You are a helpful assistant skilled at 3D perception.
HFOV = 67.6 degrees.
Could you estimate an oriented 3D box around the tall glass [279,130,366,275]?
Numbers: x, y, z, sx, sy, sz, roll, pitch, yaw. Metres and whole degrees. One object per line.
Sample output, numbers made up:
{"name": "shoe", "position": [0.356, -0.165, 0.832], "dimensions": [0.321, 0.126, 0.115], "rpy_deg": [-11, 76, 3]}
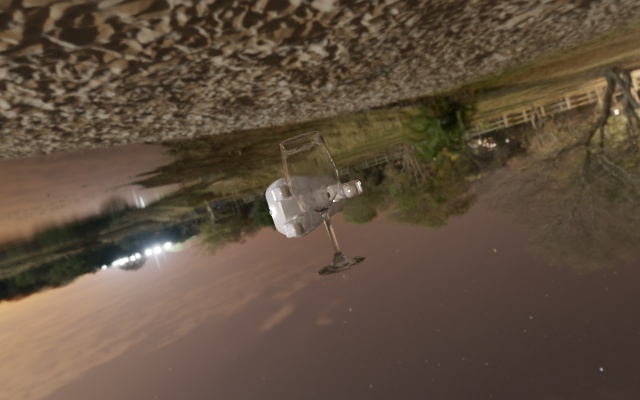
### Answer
{"name": "tall glass", "position": [0.000, 0.003, 0.700], "dimensions": [0.079, 0.201, 0.079], "rpy_deg": [-18, 3, 1]}
